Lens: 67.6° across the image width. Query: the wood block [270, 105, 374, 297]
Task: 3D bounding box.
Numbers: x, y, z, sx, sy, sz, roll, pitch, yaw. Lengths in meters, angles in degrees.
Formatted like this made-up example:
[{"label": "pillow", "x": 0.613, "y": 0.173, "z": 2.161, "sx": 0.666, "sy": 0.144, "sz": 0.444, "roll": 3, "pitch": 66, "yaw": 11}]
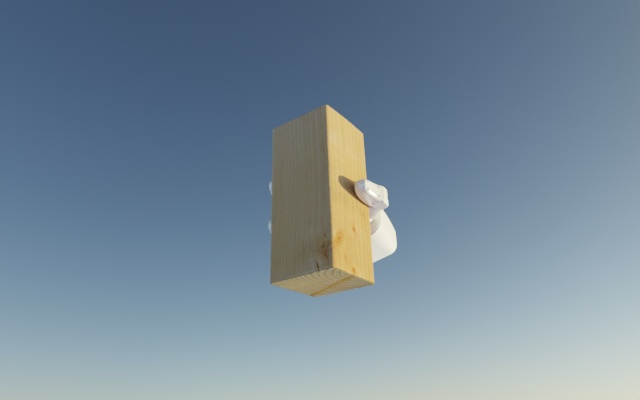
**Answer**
[{"label": "wood block", "x": 0.001, "y": 0.002, "z": 0.586, "sx": 0.091, "sy": 0.206, "sz": 0.090, "roll": -19, "pitch": -30, "yaw": 31}]
